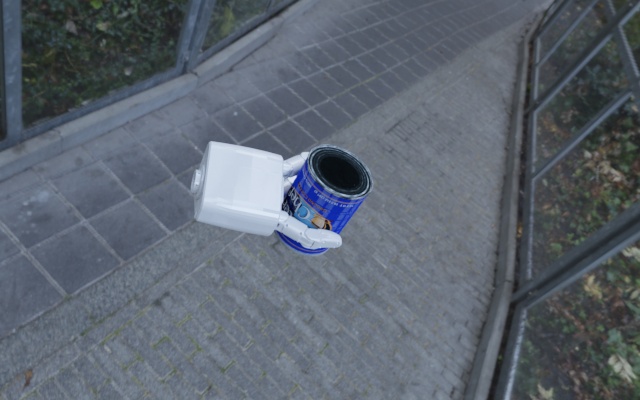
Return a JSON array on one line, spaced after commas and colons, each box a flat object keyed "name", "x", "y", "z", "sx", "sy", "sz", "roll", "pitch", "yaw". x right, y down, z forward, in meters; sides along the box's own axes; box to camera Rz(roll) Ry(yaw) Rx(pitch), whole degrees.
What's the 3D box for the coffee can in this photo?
[{"name": "coffee can", "x": 0.000, "y": 0.003, "z": 0.710, "sx": 0.103, "sy": 0.102, "sz": 0.140, "roll": 0, "pitch": -39, "yaw": -32}]
